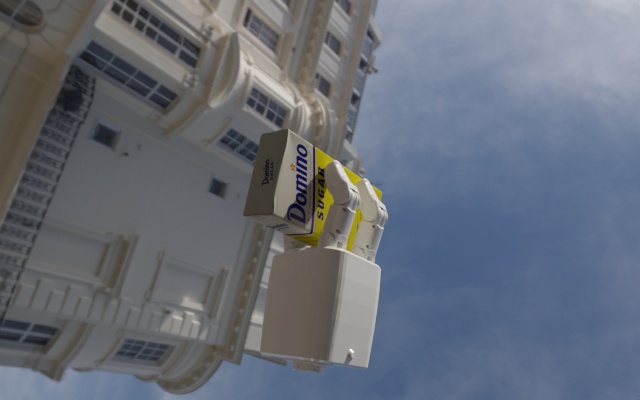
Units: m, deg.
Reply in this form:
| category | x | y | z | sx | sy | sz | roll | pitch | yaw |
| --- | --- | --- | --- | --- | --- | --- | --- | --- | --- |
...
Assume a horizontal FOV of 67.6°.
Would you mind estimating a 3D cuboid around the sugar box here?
| category | x | y | z | sx | sy | sz | roll | pitch | yaw |
| --- | --- | --- | --- | --- | --- | --- | --- | --- | --- |
| sugar box | 0.001 | 0.002 | 0.528 | 0.048 | 0.093 | 0.176 | -5 | -23 | 38 |
